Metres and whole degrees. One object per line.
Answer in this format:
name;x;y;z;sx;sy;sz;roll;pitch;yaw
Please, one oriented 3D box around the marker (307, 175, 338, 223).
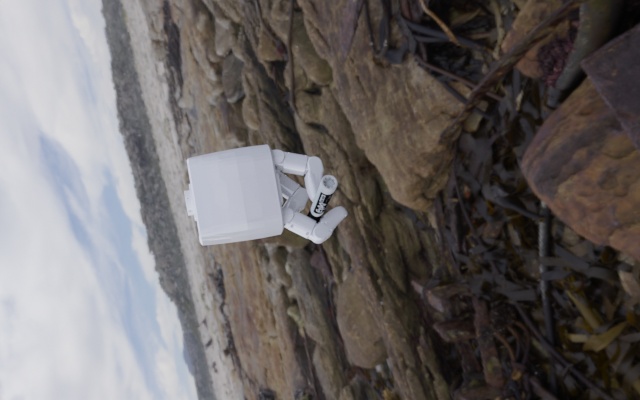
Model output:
marker;0.000;0.002;0.585;0.020;0.020;0.121;0;-21;-10
